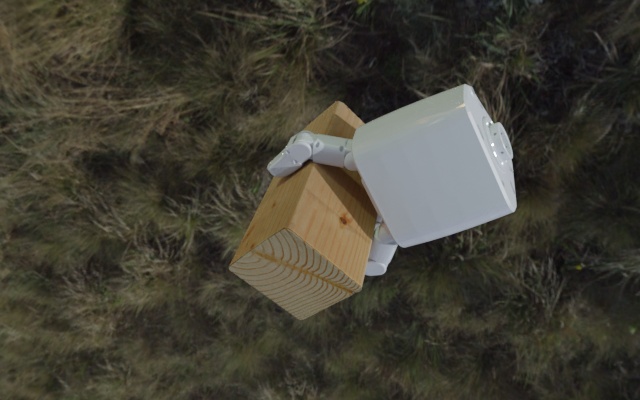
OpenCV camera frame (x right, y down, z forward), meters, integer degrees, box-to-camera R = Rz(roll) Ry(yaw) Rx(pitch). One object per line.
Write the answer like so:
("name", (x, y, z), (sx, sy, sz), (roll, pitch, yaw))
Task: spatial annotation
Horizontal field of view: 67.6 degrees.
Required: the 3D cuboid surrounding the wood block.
("wood block", (0.000, 0.001, 0.489), (0.091, 0.206, 0.090), (40, -50, -18))
